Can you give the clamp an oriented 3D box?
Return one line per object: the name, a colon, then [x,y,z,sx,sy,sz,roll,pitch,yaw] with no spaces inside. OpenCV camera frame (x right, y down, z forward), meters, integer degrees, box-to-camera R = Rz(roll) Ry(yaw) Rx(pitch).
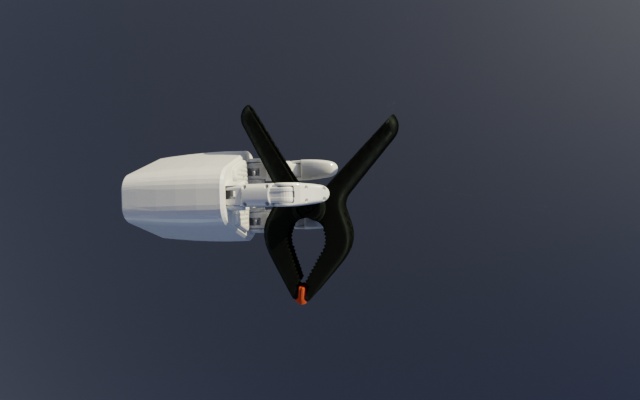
clamp: [0.000,0.002,0.496,0.164,0.210,0.036,-1,1,10]
